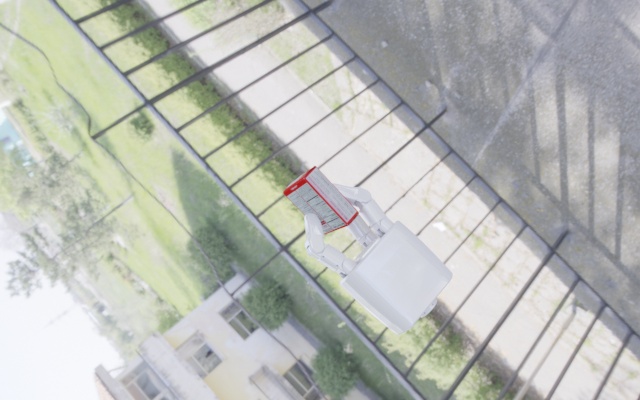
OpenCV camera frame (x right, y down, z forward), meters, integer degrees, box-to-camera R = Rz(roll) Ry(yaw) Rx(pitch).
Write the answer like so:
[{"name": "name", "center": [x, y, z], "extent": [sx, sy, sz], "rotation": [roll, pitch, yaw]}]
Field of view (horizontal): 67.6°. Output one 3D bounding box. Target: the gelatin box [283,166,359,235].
[{"name": "gelatin box", "center": [0.000, 0.002, 0.652], "extent": [0.030, 0.089, 0.073], "rotation": [-49, 9, -28]}]
